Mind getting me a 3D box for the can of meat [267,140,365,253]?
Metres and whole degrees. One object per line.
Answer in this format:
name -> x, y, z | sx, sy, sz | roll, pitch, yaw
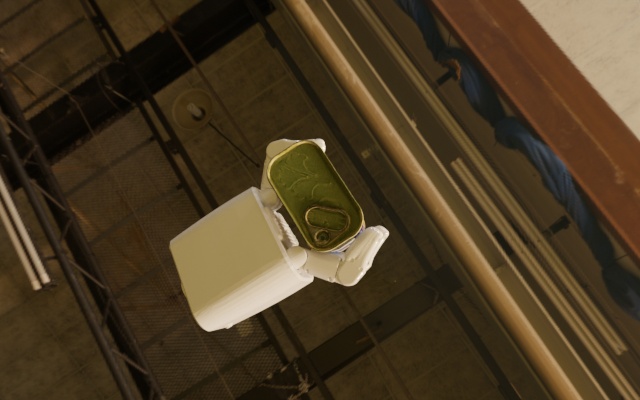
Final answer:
can of meat -> 0.000, 0.001, 0.467 | 0.057, 0.102, 0.084 | -33, -13, 2
